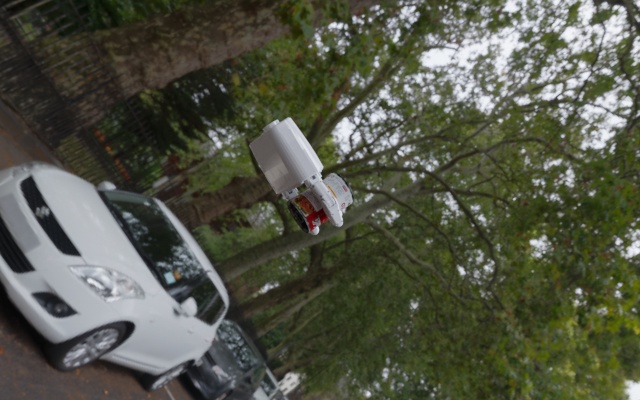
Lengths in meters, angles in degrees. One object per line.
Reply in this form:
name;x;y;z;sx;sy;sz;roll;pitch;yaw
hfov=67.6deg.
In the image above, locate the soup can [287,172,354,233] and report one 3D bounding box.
soup can;0.001;0.003;0.855;0.102;0.068;0.068;-33;11;-17
